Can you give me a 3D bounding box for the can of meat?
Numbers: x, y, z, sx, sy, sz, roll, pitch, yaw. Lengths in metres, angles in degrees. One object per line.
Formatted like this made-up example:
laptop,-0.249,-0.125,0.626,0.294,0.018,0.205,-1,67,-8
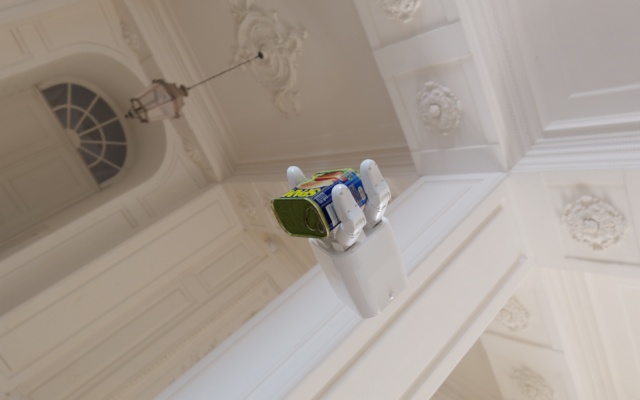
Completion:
can of meat,0.000,0.002,0.611,0.084,0.057,0.102,-36,20,-31
